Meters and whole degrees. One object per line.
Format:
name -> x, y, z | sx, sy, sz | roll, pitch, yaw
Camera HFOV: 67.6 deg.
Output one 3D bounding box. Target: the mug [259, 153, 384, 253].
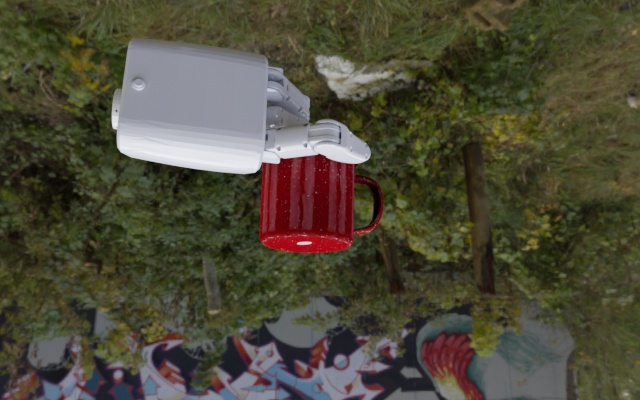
mug -> 0.001, 0.002, 0.426 | 0.117, 0.081, 0.093 | 6, -17, -15
